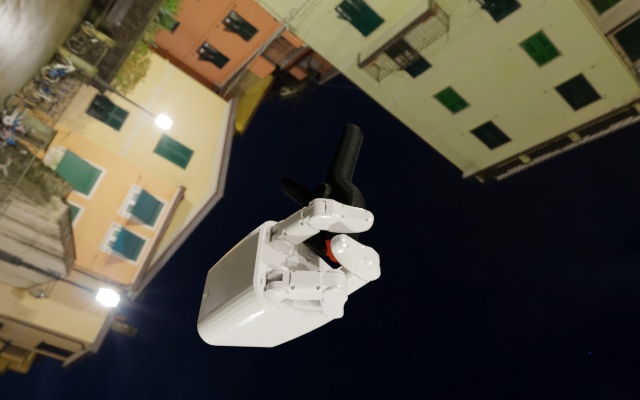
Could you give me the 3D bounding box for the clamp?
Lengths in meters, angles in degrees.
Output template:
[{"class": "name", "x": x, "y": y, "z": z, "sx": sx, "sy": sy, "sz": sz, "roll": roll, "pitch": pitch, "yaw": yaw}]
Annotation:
[{"class": "clamp", "x": 0.001, "y": 0.002, "z": 0.517, "sx": 0.039, "sy": 0.171, "sz": 0.120, "roll": 33, "pitch": -51, "yaw": -29}]
